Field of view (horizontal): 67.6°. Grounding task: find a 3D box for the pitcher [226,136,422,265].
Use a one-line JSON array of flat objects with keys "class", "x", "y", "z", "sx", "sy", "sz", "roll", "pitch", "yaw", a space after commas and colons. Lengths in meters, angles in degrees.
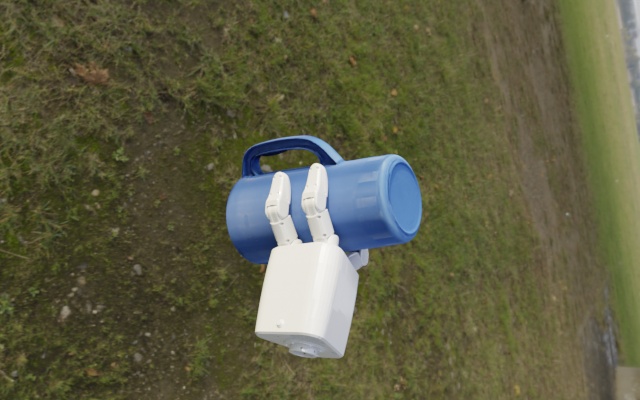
[{"class": "pitcher", "x": 0.000, "y": 0.002, "z": 0.631, "sx": 0.243, "sy": 0.145, "sz": 0.149, "roll": -9, "pitch": -35, "yaw": 34}]
